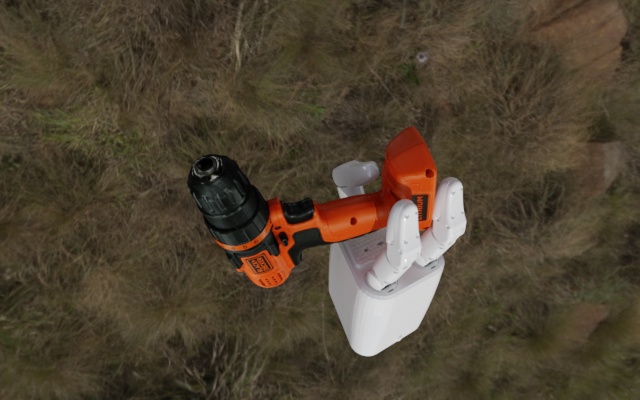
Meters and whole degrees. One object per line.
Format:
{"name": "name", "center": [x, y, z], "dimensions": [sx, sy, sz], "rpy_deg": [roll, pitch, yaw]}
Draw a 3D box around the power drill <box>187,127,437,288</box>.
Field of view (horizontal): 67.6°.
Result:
{"name": "power drill", "center": [0.001, 0.001, 0.405], "dimensions": [0.187, 0.057, 0.184], "rpy_deg": [-17, -31, 0]}
